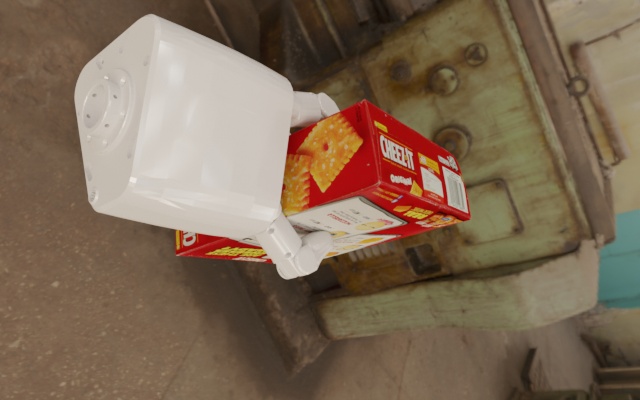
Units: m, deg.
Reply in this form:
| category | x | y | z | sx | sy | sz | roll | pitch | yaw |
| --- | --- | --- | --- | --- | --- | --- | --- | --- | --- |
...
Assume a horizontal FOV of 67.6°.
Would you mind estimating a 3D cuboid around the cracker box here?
| category | x | y | z | sx | sy | sz | roll | pitch | yaw |
| --- | --- | --- | --- | --- | --- | --- | --- | --- | --- |
| cracker box | 0.000 | 0.002 | 0.430 | 0.214 | 0.072 | 0.164 | -19 | -21 | 34 |
